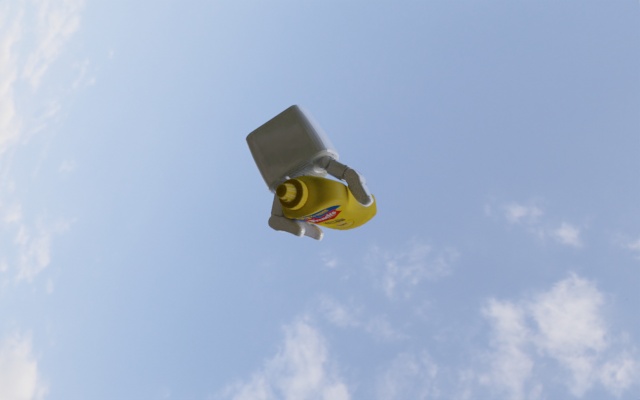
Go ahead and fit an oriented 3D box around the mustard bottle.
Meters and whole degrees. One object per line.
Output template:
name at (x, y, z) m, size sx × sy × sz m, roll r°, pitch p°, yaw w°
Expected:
mustard bottle at (0.000, 0.003, 0.690) m, size 0.096 × 0.058 × 0.192 m, roll -15°, pitch -18°, yaw 29°
